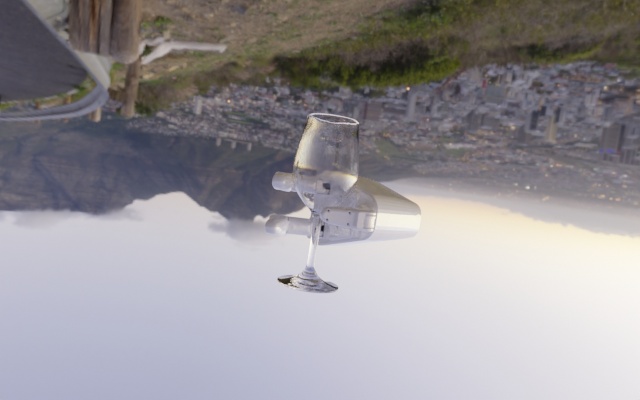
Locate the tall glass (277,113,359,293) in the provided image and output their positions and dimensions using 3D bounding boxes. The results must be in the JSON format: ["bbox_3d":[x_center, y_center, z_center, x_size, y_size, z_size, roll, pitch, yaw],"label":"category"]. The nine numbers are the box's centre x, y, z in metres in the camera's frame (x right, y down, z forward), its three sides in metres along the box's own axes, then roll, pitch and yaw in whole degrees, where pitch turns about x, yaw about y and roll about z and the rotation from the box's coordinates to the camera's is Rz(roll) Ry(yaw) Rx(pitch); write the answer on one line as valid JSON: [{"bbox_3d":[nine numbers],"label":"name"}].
[{"bbox_3d":[0.000,0.003,0.565,0.079,0.201,0.079,9,3,0],"label":"tall glass"}]
